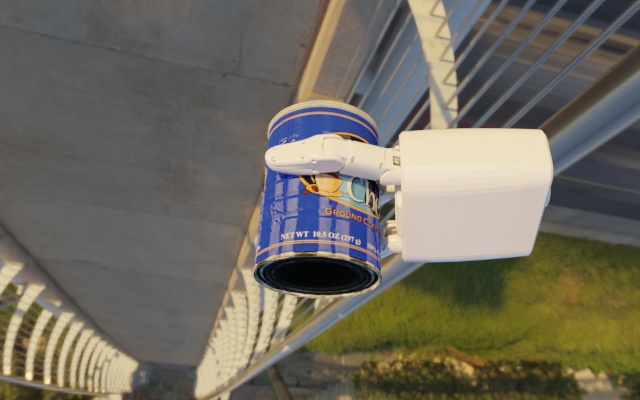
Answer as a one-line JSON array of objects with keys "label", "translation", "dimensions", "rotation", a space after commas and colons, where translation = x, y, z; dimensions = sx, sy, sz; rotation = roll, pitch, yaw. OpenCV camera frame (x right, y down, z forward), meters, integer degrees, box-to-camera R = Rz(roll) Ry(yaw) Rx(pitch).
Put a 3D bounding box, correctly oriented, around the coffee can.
[{"label": "coffee can", "translation": [0.000, 0.001, 0.410], "dimensions": [0.103, 0.140, 0.103], "rotation": [2, -28, 1]}]
